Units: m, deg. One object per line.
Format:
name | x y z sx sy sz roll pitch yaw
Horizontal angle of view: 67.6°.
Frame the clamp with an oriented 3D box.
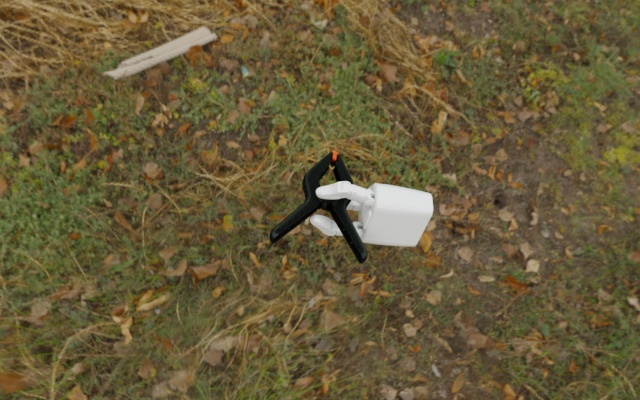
clamp | 0.001 0.002 0.828 0.164 0.209 0.036 8 -31 -10
